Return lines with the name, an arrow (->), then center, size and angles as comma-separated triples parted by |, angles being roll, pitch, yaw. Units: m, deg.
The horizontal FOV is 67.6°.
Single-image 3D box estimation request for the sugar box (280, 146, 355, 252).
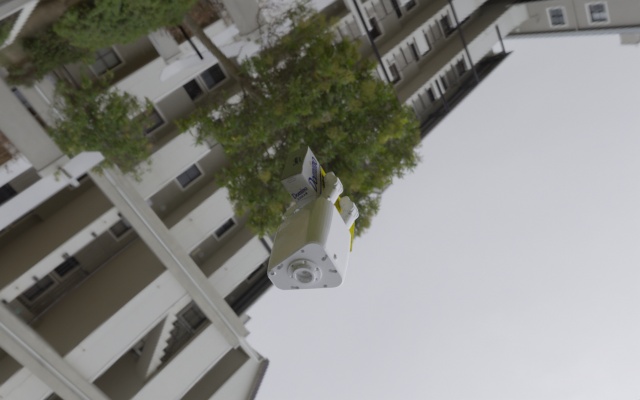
sugar box -> 0.001, 0.003, 0.817 | 0.048, 0.176, 0.093 | -20, 29, 19
